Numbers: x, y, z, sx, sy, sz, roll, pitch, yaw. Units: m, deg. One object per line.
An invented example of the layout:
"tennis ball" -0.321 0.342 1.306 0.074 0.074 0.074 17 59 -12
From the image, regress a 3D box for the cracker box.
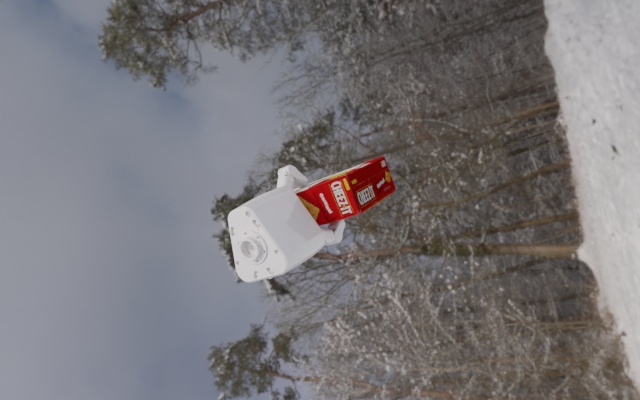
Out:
"cracker box" 0.000 0.003 0.812 0.214 0.072 0.164 -19 5 31
